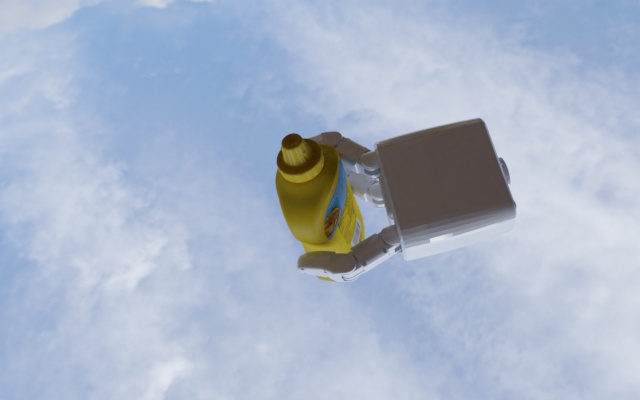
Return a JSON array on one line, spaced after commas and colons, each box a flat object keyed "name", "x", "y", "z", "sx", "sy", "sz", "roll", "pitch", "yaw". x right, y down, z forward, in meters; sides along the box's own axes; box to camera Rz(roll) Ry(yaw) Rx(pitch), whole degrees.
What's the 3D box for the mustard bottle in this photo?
[{"name": "mustard bottle", "x": 0.000, "y": 0.002, "z": 0.471, "sx": 0.058, "sy": 0.096, "sz": 0.192, "roll": 5, "pitch": -30, "yaw": 19}]
